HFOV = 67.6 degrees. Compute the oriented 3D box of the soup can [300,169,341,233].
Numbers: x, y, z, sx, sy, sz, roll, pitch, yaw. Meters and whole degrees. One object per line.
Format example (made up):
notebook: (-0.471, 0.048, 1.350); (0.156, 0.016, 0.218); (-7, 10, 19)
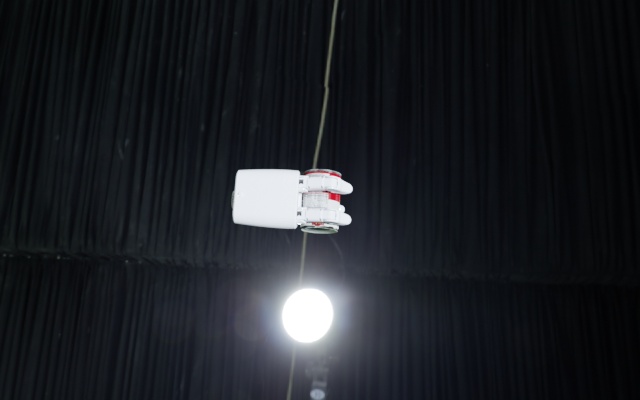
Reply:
soup can: (0.001, 0.003, 0.838); (0.068, 0.102, 0.068); (3, -12, 1)
